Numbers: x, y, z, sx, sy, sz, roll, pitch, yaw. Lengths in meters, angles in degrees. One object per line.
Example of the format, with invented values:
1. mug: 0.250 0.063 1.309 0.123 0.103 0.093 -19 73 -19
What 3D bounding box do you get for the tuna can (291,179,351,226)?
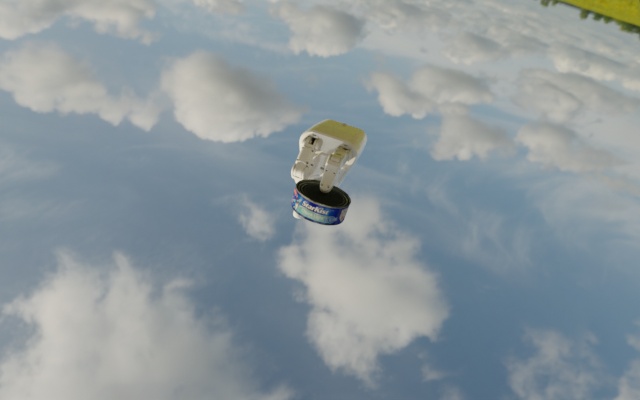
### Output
1. tuna can: 0.000 0.003 0.713 0.086 0.034 0.086 16 24 -7
